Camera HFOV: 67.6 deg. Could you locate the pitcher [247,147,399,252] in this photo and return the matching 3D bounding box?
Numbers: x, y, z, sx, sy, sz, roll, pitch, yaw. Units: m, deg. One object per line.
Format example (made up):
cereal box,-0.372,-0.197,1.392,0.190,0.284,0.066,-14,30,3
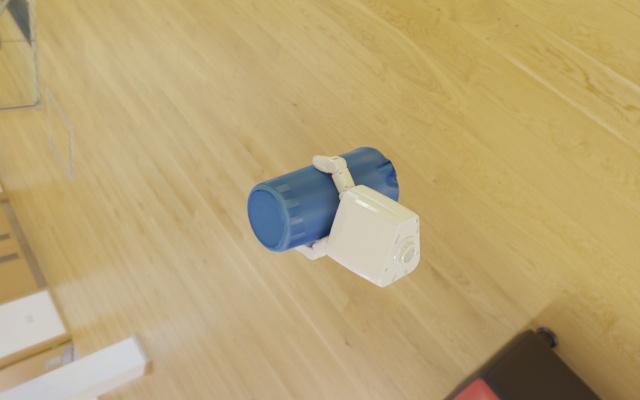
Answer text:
pitcher,0.000,0.003,0.790,0.243,0.149,0.145,-19,36,-39
